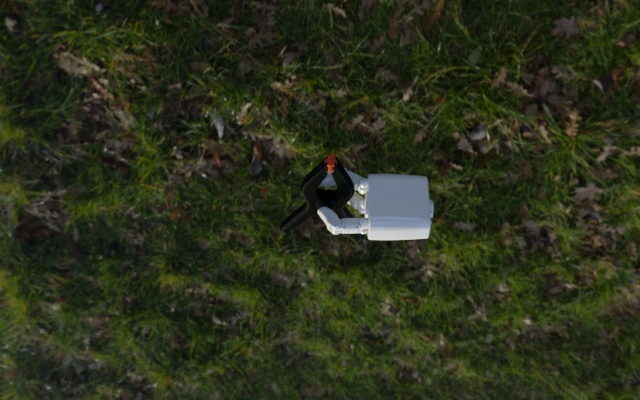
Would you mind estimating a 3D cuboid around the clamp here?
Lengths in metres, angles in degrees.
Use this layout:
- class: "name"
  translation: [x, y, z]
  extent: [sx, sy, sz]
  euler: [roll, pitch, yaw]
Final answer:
- class: "clamp"
  translation: [0.000, 0.003, 0.872]
  extent: [0.164, 0.036, 0.210]
  euler: [0, -43, 3]
